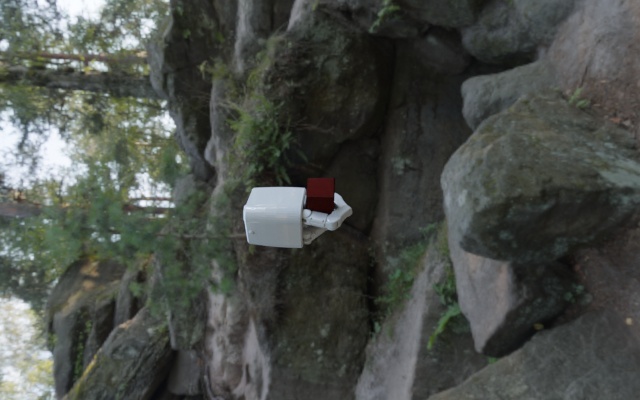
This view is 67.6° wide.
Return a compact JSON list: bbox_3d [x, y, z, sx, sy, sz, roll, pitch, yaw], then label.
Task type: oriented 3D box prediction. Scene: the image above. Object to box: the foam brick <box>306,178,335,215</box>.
[{"bbox_3d":[0.000,0.003,0.889,0.051,0.078,0.053,3,44,2],"label":"foam brick"}]
